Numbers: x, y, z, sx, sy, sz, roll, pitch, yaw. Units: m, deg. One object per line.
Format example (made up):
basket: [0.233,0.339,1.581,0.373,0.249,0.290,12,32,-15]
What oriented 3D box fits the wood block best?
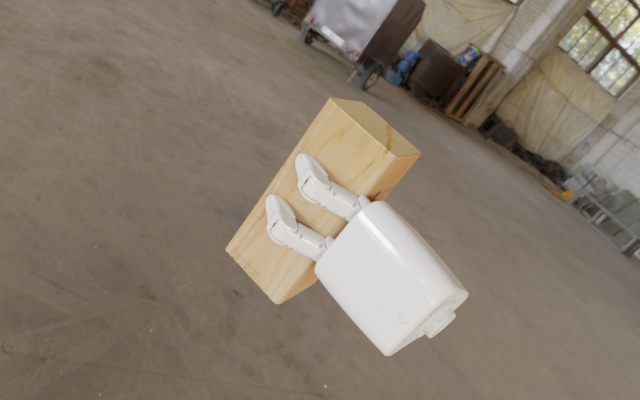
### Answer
wood block: [0.001,0.002,0.515,0.090,0.206,0.091,44,24,15]
